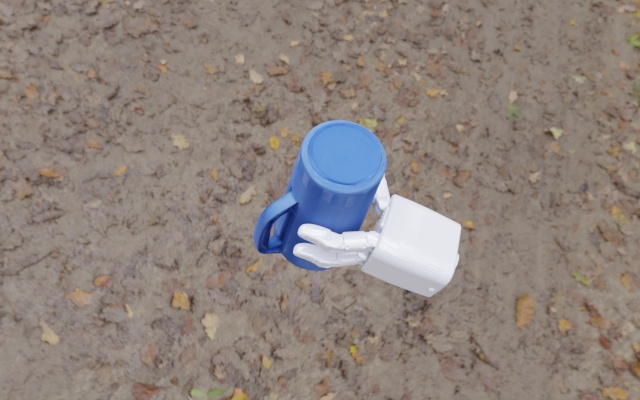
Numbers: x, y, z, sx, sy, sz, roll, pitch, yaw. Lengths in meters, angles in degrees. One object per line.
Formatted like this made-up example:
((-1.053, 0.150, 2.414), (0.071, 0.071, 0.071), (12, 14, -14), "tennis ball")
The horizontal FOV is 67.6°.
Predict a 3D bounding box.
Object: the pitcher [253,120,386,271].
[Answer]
((0.000, 0.002, 0.675), (0.145, 0.149, 0.243), (23, -30, 2), "pitcher")
